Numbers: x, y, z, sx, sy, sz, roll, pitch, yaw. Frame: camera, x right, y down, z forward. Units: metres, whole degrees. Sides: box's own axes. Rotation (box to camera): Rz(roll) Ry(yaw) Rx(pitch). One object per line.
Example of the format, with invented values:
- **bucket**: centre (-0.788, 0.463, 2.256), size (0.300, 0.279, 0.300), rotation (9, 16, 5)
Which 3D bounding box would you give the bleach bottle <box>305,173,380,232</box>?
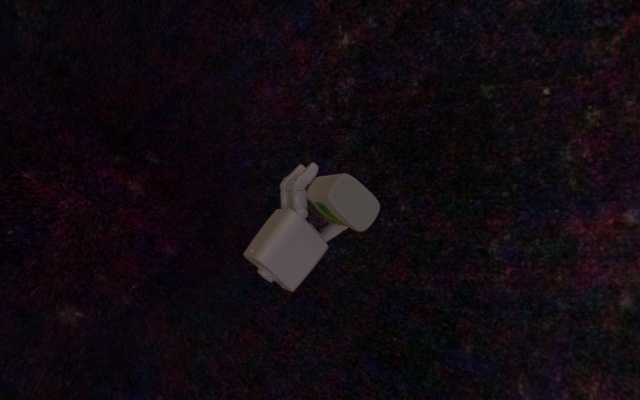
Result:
- **bleach bottle**: centre (0.000, 0.003, 0.886), size (0.102, 0.068, 0.251), rotation (43, -18, -20)
